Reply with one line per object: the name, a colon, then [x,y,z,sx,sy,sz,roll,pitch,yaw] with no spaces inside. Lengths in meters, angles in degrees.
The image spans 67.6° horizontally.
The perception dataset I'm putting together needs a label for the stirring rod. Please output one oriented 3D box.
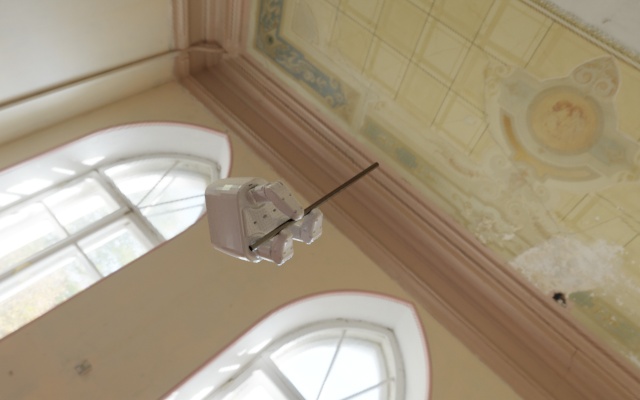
stirring rod: [0.000,0.002,0.635,0.239,0.011,0.011,-34,20,-34]
